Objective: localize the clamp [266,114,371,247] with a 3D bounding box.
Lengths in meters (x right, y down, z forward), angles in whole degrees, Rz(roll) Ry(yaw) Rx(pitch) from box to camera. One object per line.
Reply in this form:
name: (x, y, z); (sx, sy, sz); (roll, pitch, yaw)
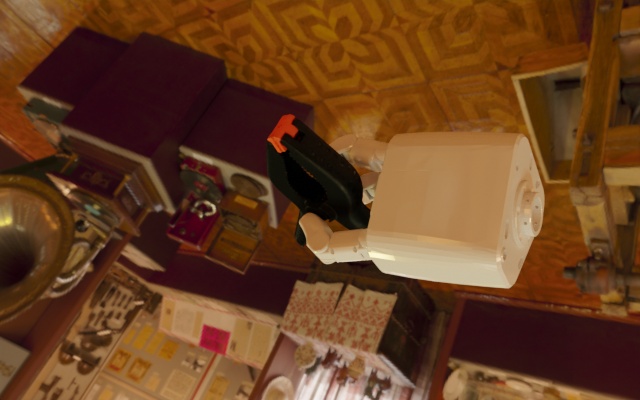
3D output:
clamp: (0.000, 0.002, 0.467); (0.164, 0.036, 0.210); (4, -35, 40)
